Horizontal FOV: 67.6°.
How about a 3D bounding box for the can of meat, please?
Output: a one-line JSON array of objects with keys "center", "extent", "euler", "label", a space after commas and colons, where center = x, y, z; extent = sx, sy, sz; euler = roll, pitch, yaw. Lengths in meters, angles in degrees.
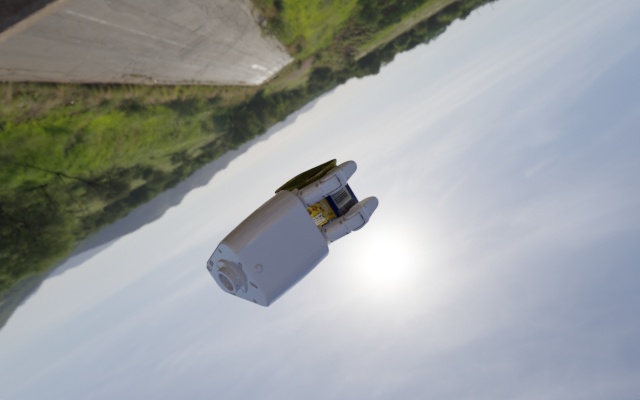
[{"center": [0.000, 0.002, 0.633], "extent": [0.102, 0.084, 0.057], "euler": [-19, 17, 50], "label": "can of meat"}]
